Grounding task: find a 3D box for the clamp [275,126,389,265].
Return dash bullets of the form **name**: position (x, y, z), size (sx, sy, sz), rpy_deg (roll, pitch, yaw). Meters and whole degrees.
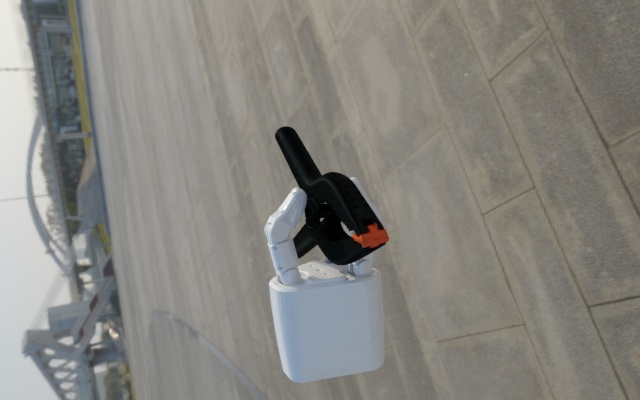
- **clamp**: position (0.000, 0.002, 0.505), size (0.036, 0.164, 0.210), rpy_deg (-12, 11, -24)
